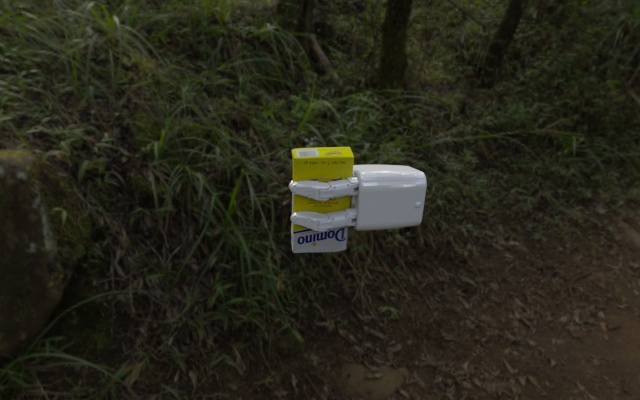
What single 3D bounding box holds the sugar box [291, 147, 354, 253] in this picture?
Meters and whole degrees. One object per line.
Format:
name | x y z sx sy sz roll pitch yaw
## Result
sugar box | 0.000 0.003 0.767 0.093 0.176 0.048 -2 28 -7
